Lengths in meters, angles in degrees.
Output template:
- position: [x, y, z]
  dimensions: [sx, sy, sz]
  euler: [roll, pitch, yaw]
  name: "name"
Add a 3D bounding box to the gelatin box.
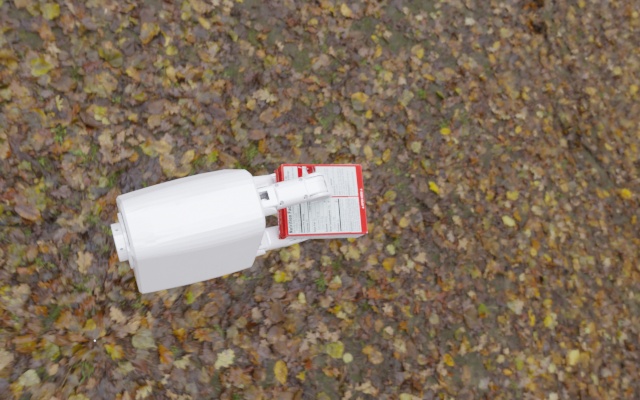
- position: [0.001, 0.001, 0.486]
  dimensions: [0.089, 0.073, 0.030]
  euler: [-1, -12, -17]
  name: "gelatin box"
